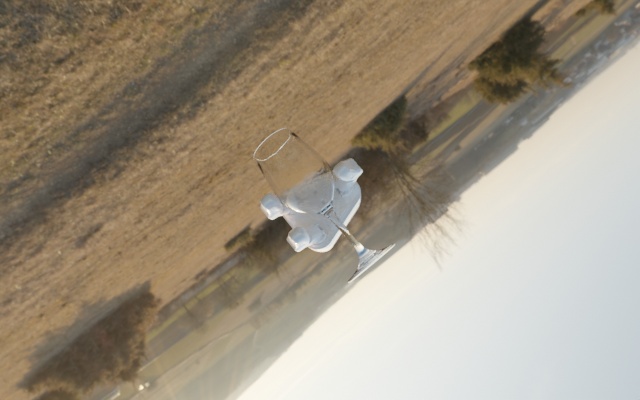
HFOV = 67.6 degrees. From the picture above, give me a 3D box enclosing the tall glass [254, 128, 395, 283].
[{"bbox_3d":[0.001,0.002,0.601,0.079,0.201,0.079,-38,-11,-9],"label":"tall glass"}]
